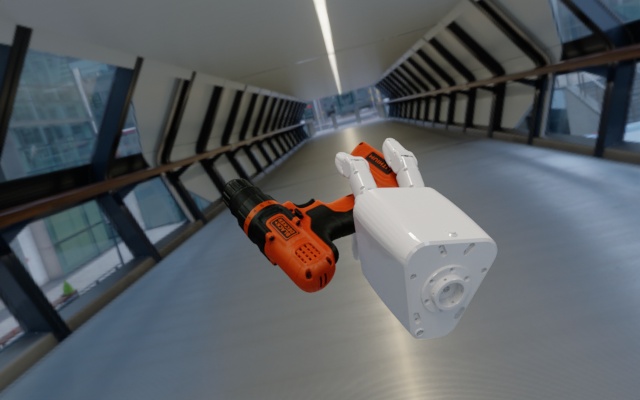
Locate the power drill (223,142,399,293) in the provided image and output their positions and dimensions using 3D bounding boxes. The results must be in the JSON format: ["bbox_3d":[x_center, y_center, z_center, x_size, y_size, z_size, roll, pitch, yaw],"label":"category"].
[{"bbox_3d":[0.001,0.002,0.557,0.187,0.057,0.184,-31,52,-23],"label":"power drill"}]
